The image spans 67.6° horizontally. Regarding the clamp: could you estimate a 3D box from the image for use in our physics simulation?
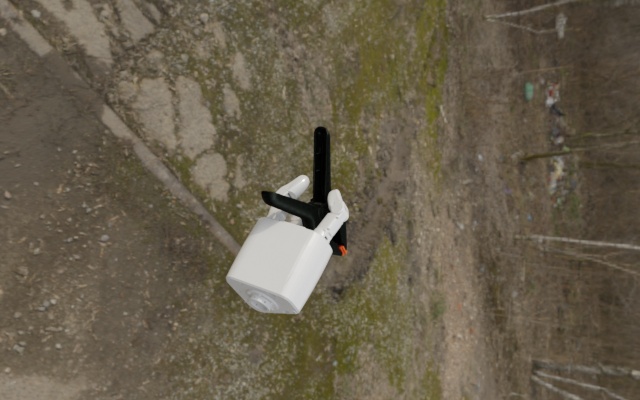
[{"bbox_3d":[0.001,0.003,0.743,0.036,0.164,0.210,7,-37,37],"label":"clamp"}]
